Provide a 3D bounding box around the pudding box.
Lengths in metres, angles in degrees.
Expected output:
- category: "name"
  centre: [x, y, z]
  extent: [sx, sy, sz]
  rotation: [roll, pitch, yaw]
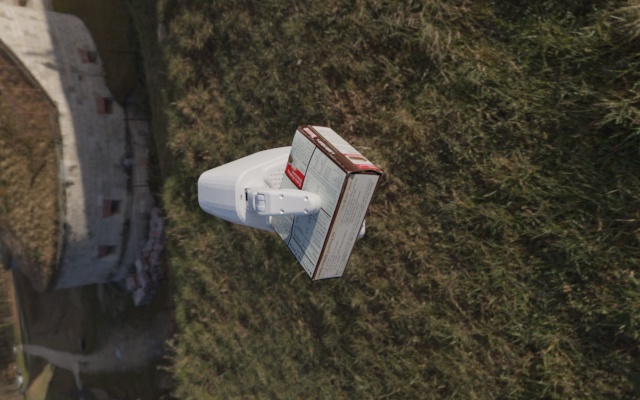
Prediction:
- category: "pudding box"
  centre: [0.000, 0.001, 0.429]
  extent: [0.039, 0.113, 0.090]
  rotation: [-5, 35, -34]
